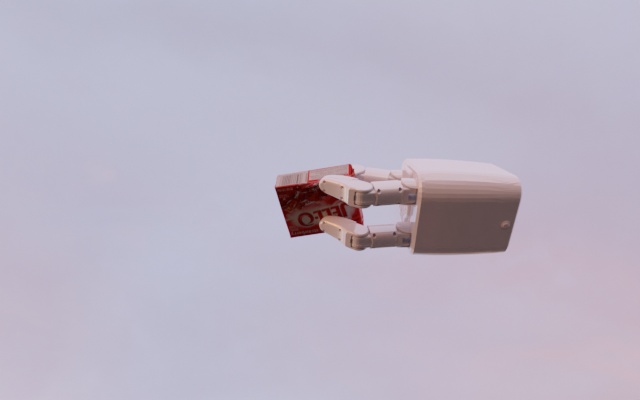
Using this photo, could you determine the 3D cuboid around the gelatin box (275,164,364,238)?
[{"bbox_3d":[0.000,0.002,0.544,0.089,0.073,0.030,-8,34,10],"label":"gelatin box"}]
